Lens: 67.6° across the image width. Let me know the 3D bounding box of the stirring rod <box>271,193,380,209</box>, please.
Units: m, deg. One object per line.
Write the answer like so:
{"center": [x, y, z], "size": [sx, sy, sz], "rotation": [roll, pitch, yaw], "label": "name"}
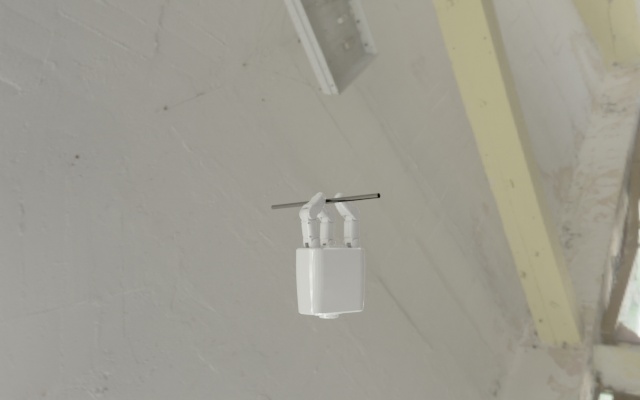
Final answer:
{"center": [0.000, 0.003, 0.810], "size": [0.239, 0.011, 0.011], "rotation": [-6, -4, 42], "label": "stirring rod"}
